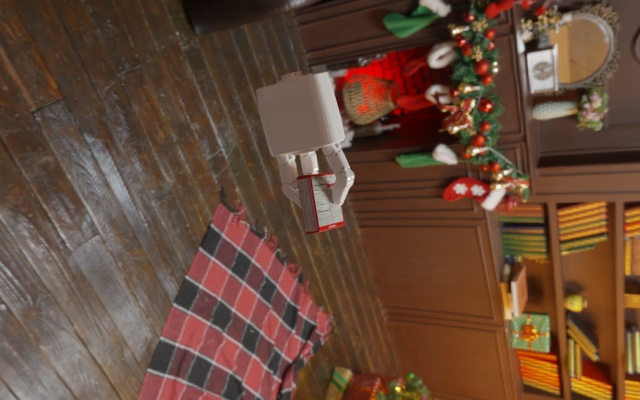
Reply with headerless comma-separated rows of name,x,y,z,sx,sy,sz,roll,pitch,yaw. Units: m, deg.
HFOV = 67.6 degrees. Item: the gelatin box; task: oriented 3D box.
gelatin box,0.001,0.003,0.743,0.030,0.089,0.073,-10,0,34
